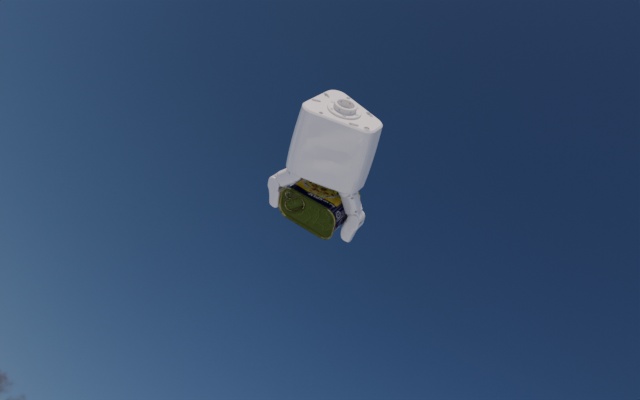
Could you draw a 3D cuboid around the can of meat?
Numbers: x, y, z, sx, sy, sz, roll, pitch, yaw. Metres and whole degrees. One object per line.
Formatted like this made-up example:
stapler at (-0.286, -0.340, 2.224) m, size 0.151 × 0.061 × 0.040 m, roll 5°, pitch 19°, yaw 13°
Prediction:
can of meat at (0.000, 0.002, 0.748) m, size 0.102 × 0.057 × 0.084 m, roll 29°, pitch 40°, yaw 21°
